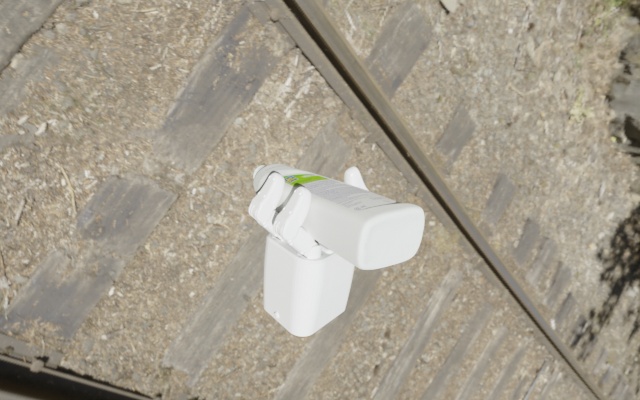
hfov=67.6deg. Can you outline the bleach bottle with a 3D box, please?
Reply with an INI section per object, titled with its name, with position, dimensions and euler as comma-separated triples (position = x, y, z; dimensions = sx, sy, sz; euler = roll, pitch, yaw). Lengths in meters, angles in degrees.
[bleach bottle]
position = 0.000, 0.002, 0.592
dimensions = 0.102, 0.068, 0.250
euler = -8, 24, -38
